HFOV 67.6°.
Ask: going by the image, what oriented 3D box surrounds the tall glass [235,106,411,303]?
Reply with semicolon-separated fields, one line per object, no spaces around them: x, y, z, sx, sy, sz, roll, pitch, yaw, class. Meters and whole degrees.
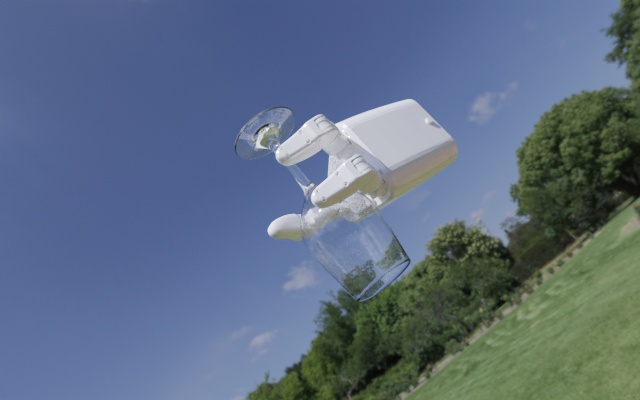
0.000;0.001;0.468;0.079;0.201;0.079;-33;-22;-15;tall glass
